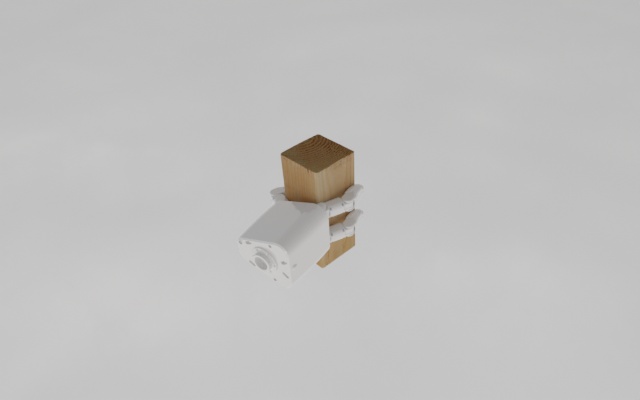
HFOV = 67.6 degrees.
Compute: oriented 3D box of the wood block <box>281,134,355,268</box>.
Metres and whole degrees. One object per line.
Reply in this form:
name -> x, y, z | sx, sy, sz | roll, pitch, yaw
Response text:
wood block -> 0.000, 0.003, 0.838 | 0.090, 0.206, 0.090 | -32, 46, -32
